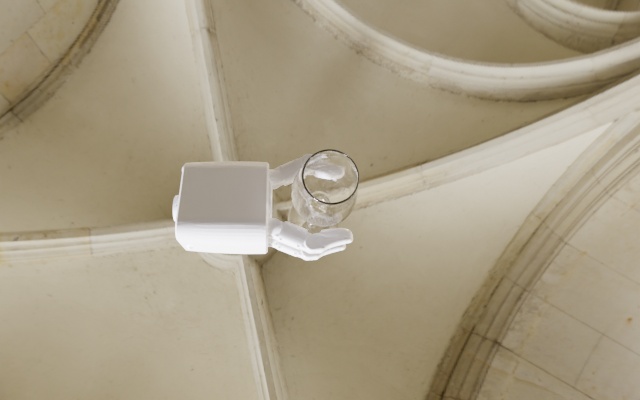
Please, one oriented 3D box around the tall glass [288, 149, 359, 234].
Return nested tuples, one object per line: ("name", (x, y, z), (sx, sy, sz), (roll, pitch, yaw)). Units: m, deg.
("tall glass", (0.000, 0.002, 0.598), (0.079, 0.079, 0.201), (0, -16, -7))
